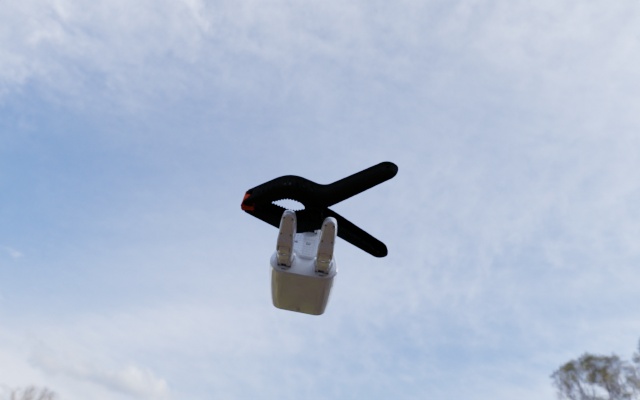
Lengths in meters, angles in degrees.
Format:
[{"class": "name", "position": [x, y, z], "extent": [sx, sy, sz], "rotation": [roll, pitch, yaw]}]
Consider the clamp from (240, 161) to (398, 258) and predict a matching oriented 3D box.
[{"class": "clamp", "position": [0.000, 0.002, 0.630], "extent": [0.210, 0.165, 0.036], "rotation": [10, 43, 2]}]
